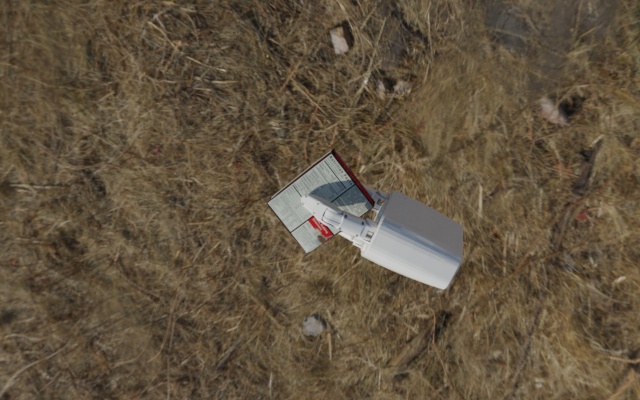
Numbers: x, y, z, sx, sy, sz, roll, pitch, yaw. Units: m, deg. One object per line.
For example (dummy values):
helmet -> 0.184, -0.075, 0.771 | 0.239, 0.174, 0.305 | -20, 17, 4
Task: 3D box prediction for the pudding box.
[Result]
pudding box -> 0.000, 0.002, 0.614 | 0.113, 0.090, 0.039 | -37, 4, 11
